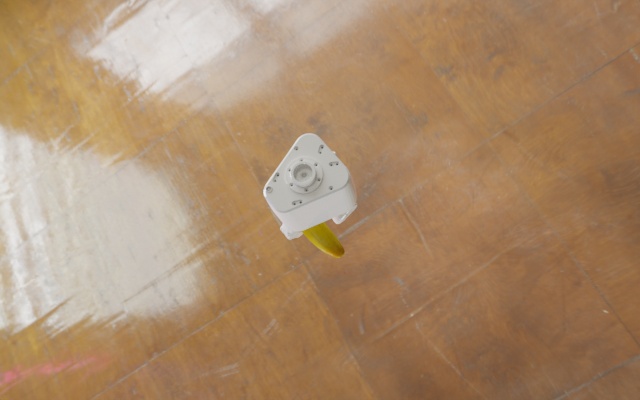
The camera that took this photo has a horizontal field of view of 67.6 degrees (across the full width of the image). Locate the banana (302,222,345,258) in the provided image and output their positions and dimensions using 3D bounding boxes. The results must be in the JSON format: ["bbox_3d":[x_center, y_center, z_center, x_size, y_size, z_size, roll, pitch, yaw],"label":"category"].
[{"bbox_3d":[-0.019,0.003,0.766,0.069,0.197,0.037,-13,-20,-9],"label":"banana"}]
